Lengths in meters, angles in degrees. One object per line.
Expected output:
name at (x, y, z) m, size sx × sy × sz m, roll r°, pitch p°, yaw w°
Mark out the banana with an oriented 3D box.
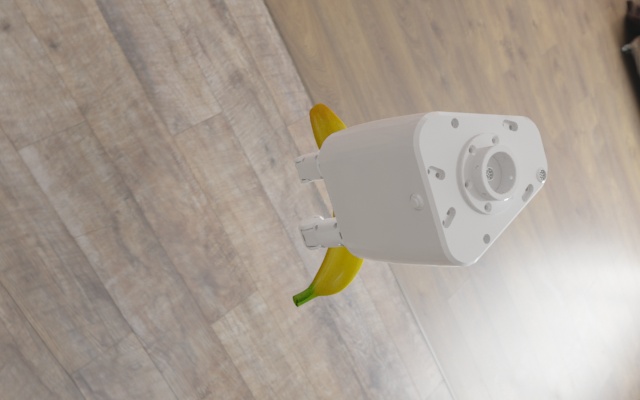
banana at (0.017, 0.006, 0.464) m, size 0.069 × 0.198 × 0.037 m, roll 5°, pitch -2°, yaw -23°
